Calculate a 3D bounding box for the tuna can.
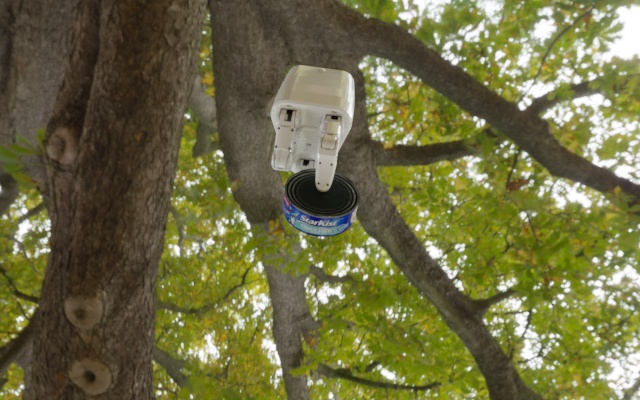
[{"bbox_3d":[0.000,0.002,0.547,0.086,0.034,0.086,6,39,-5],"label":"tuna can"}]
